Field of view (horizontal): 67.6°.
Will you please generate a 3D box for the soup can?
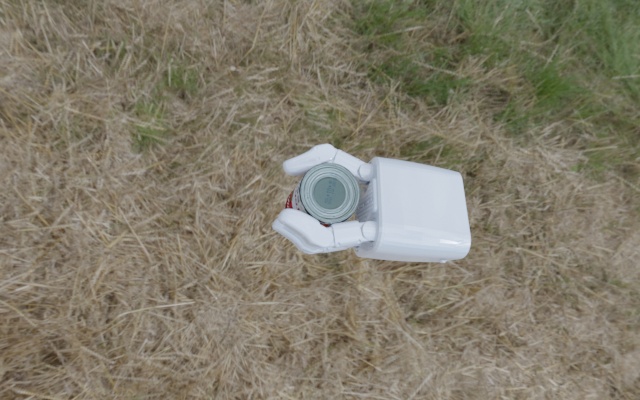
[{"bbox_3d":[0.000,0.002,0.546,0.068,0.068,0.102,0,-11,-12],"label":"soup can"}]
